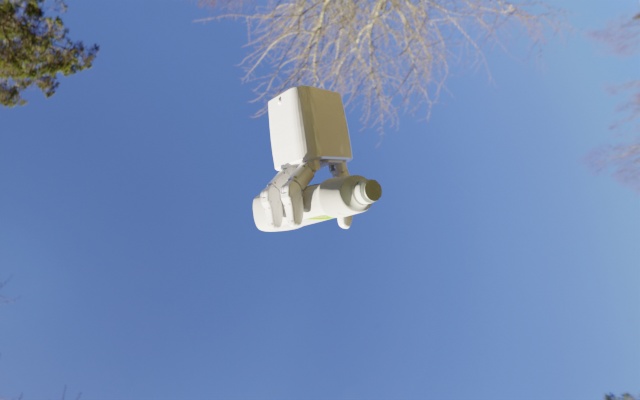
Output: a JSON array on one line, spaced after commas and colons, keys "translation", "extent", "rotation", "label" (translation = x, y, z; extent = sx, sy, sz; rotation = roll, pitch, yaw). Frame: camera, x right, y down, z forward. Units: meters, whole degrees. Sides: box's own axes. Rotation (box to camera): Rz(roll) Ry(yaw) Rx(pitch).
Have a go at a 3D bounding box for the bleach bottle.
[{"translation": [0.000, 0.002, 0.699], "extent": [0.102, 0.068, 0.251], "rotation": [-7, -3, -36], "label": "bleach bottle"}]
